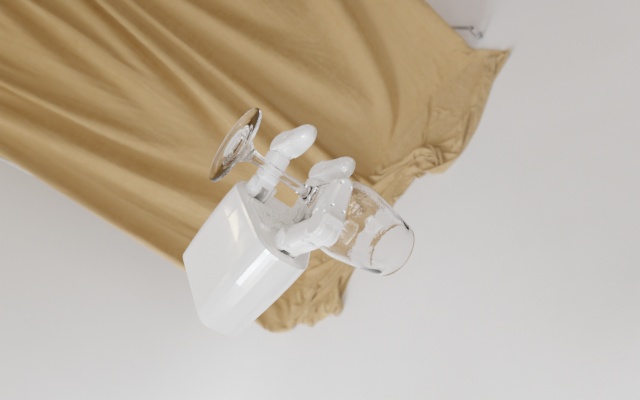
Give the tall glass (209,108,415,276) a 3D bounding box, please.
[{"bbox_3d":[0.000,0.001,0.450,0.201,0.079,0.079,33,-16,-26],"label":"tall glass"}]
